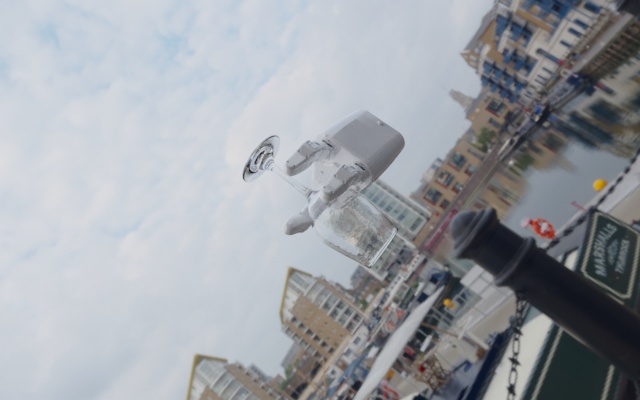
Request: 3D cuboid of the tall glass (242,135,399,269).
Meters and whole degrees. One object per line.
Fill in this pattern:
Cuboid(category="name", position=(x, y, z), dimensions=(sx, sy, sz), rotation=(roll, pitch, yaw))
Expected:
Cuboid(category="tall glass", position=(-0.001, 0.002, 0.609), dimensions=(0.201, 0.079, 0.079), rotation=(37, 9, 13))
